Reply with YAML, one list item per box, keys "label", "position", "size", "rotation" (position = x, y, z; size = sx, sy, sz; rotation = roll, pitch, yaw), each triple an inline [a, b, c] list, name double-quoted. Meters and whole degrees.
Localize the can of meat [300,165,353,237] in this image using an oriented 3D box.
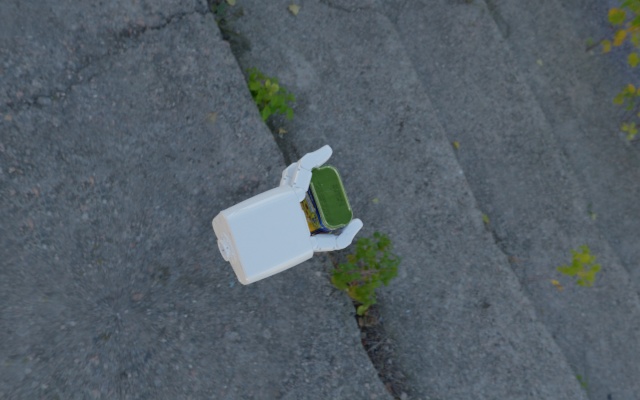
- label: "can of meat"
  position: [0.000, 0.002, 0.736]
  size: [0.057, 0.102, 0.084]
  rotation: [-17, -5, -25]
